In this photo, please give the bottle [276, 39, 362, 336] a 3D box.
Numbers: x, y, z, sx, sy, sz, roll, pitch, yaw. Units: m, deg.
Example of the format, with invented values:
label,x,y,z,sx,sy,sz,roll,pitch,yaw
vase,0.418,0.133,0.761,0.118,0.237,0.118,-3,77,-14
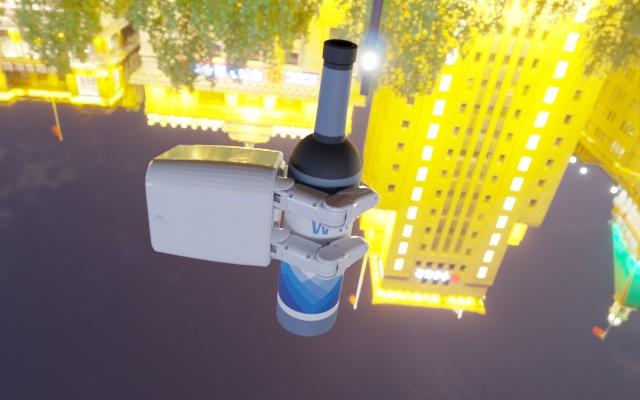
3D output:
label,x,y,z,sx,sy,sz,roll,pitch,yaw
bottle,0.000,0.002,0.449,0.069,0.296,0.069,5,32,-3
